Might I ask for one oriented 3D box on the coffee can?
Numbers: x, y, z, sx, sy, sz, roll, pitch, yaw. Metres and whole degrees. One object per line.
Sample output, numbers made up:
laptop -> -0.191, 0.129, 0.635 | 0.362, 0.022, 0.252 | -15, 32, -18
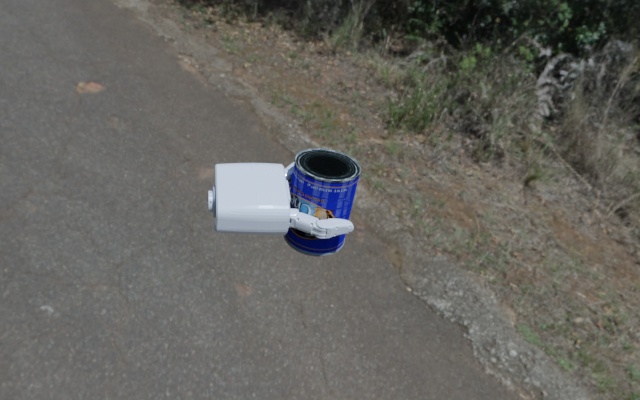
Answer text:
coffee can -> 0.000, 0.003, 0.755 | 0.103, 0.140, 0.102 | 8, 32, -5
